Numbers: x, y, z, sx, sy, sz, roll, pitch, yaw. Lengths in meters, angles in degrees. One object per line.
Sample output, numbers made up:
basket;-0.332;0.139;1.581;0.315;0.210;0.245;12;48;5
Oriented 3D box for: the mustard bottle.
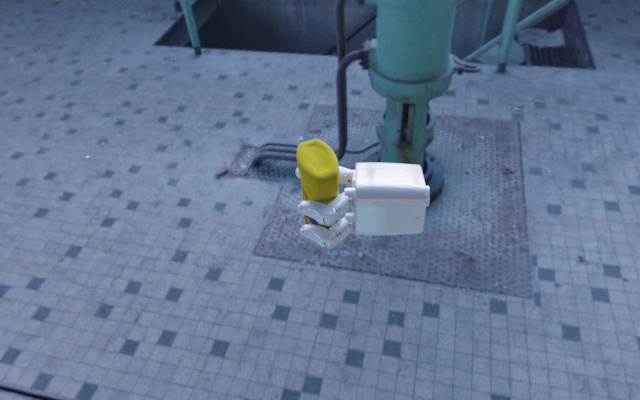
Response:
mustard bottle;0.000;0.002;0.769;0.058;0.192;0.096;-17;47;-12
